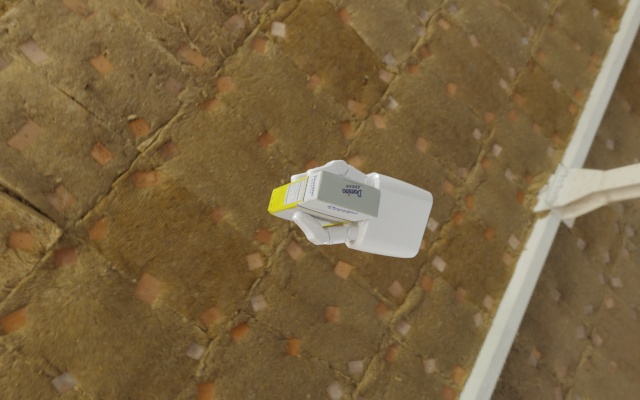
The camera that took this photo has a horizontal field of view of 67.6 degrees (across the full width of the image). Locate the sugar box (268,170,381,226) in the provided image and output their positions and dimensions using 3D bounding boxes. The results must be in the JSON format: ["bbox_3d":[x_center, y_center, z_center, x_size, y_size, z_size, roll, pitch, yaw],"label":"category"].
[{"bbox_3d":[0.000,0.002,0.680,0.093,0.048,0.176,17,-16,-24],"label":"sugar box"}]
